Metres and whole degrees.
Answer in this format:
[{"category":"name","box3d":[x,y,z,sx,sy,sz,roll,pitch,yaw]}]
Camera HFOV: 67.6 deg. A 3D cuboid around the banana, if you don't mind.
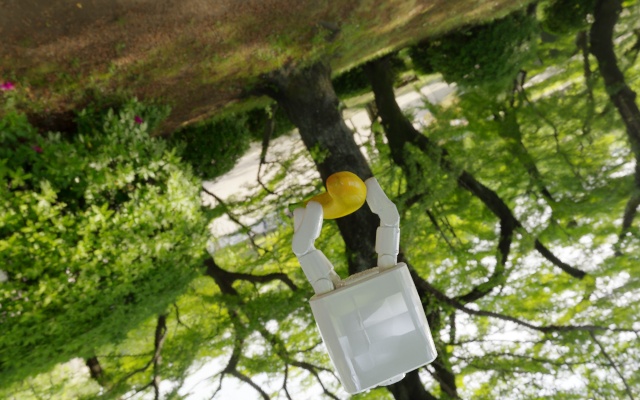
[{"category":"banana","box3d":[0.017,-0.001,0.550,0.069,0.037,0.198,-11,-7,-17]}]
